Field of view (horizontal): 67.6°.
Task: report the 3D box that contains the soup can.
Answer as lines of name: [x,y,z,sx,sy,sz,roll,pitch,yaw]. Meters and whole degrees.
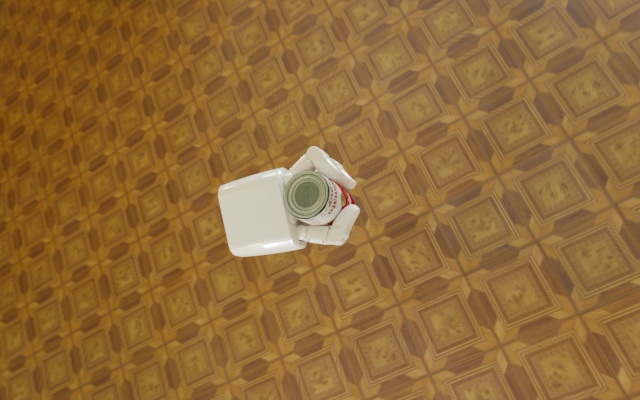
soup can: [0.000,0.002,0.662,0.068,0.068,0.102,0,-12,24]
